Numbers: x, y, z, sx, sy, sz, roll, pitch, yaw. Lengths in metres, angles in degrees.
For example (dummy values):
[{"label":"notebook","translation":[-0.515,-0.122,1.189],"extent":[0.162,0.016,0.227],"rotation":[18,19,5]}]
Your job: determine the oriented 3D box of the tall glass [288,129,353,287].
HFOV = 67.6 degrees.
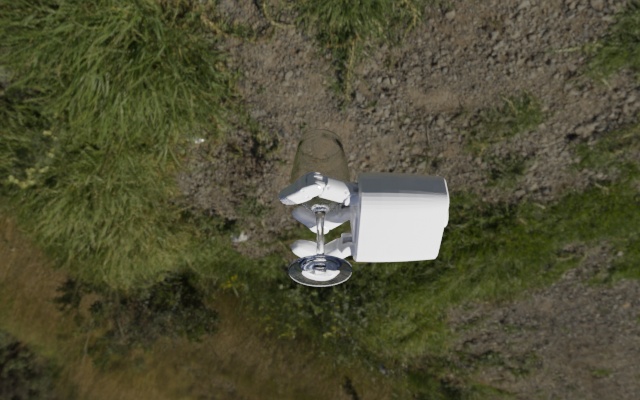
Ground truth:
[{"label":"tall glass","translation":[0.000,0.003,0.606],"extent":[0.079,0.200,0.079],"rotation":[0,-36,0]}]
